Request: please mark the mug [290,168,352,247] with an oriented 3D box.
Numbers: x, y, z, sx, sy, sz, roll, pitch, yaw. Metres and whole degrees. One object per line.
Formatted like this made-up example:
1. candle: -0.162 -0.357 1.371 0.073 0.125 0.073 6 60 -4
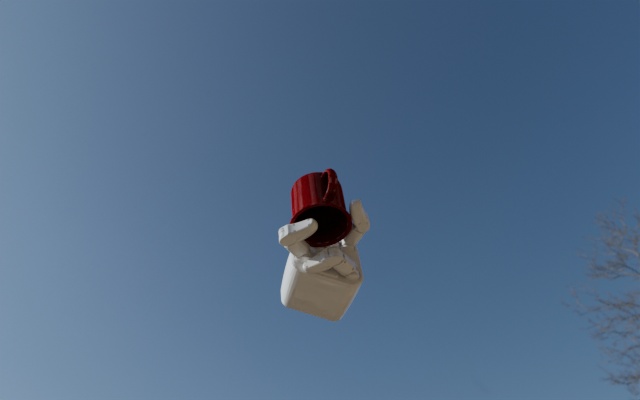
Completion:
1. mug: 0.000 0.001 0.720 0.093 0.117 0.081 7 42 -14
